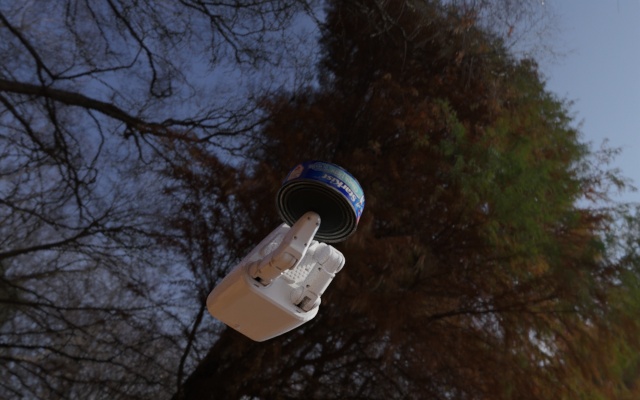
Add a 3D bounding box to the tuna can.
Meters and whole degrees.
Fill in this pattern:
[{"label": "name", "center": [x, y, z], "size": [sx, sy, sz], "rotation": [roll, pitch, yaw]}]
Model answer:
[{"label": "tuna can", "center": [0.000, 0.001, 0.479], "size": [0.086, 0.086, 0.033], "rotation": [0, 43, 27]}]
